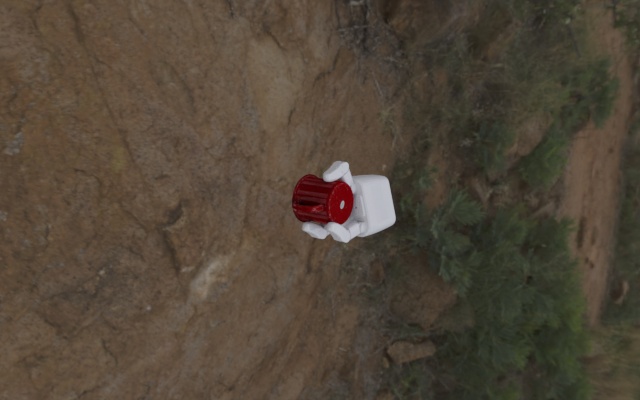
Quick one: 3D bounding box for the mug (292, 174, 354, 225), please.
[{"bbox_3d":[-0.001,0.003,0.872,0.081,0.093,0.117,9,14,37],"label":"mug"}]
